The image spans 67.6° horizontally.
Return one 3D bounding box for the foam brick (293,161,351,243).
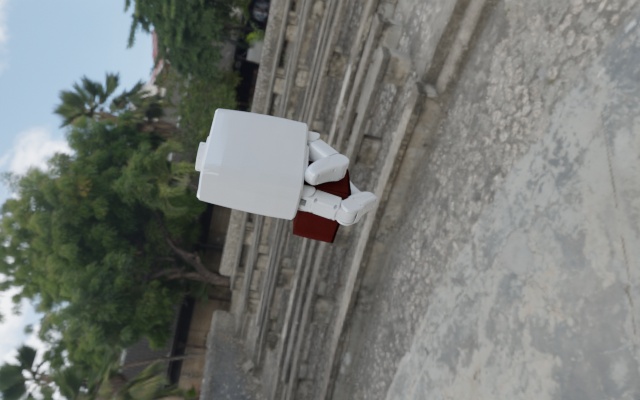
[{"bbox_3d":[0.000,0.002,0.566,0.051,0.078,0.053,11,36,-10],"label":"foam brick"}]
